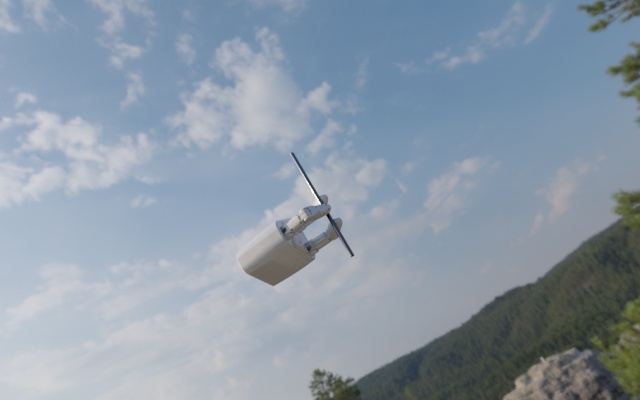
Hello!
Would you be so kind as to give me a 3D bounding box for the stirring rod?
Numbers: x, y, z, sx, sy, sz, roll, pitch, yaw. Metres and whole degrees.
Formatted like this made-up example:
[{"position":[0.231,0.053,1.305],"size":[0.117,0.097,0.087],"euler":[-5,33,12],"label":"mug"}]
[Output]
[{"position":[0.000,0.003,0.886],"size":[0.011,0.239,0.011],"euler":[-25,-24,-12],"label":"stirring rod"}]
